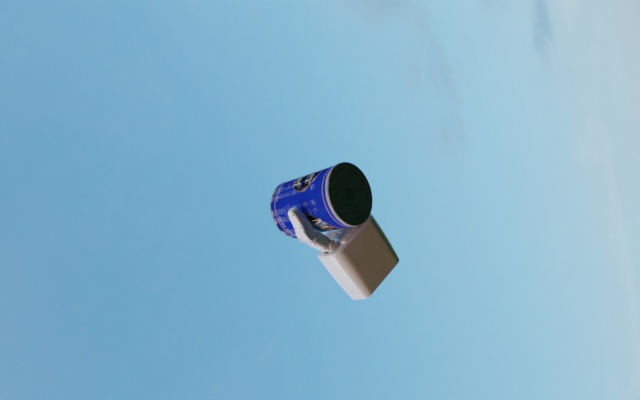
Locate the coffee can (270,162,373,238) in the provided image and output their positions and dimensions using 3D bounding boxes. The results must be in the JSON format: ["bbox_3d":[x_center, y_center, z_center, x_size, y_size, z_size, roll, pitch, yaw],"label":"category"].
[{"bbox_3d":[0.000,0.002,0.792,0.103,0.103,0.140,0,-11,-45],"label":"coffee can"}]
